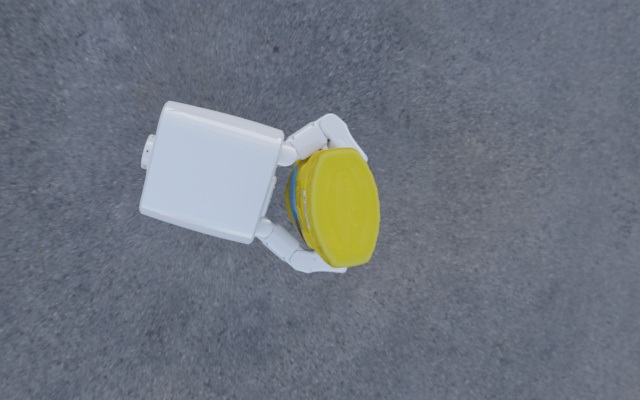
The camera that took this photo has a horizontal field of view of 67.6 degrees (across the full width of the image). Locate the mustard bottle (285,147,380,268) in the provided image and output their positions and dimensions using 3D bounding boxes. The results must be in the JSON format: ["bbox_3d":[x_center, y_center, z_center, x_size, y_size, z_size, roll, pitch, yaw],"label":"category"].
[{"bbox_3d":[0.000,0.002,0.463,0.058,0.096,0.191,-9,5,-12],"label":"mustard bottle"}]
